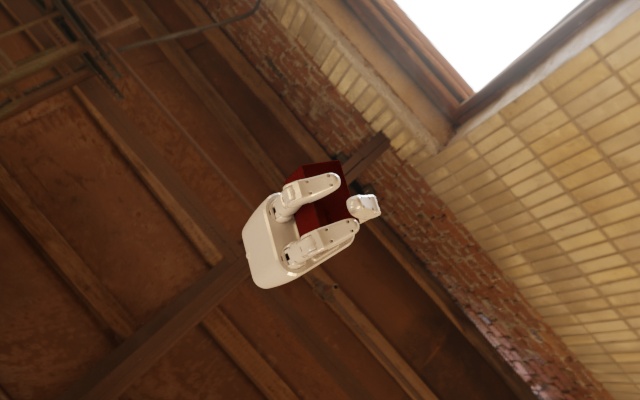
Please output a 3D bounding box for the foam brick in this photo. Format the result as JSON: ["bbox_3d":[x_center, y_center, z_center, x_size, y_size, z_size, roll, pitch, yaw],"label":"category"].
[{"bbox_3d":[0.000,0.001,0.536,0.053,0.078,0.051,-8,-16,-30],"label":"foam brick"}]
